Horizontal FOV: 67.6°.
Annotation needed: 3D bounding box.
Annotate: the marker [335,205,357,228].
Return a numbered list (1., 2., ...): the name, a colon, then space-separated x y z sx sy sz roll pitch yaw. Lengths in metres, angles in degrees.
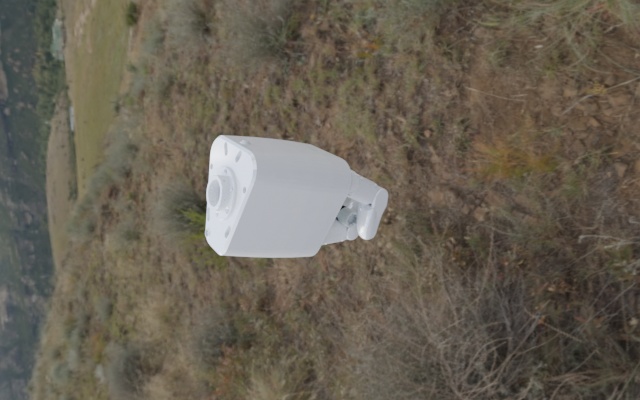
1. marker: 0.000 0.002 0.553 0.020 0.020 0.121 0 18 -37
